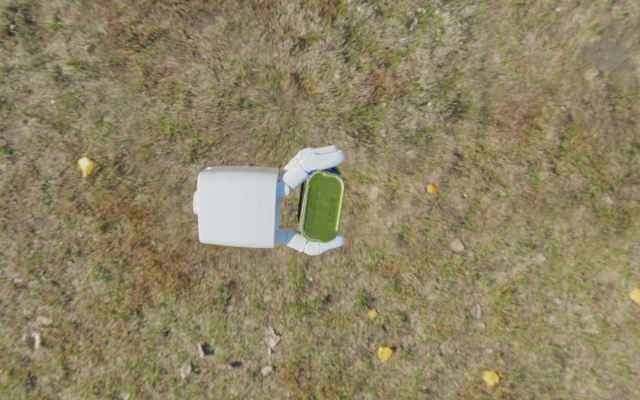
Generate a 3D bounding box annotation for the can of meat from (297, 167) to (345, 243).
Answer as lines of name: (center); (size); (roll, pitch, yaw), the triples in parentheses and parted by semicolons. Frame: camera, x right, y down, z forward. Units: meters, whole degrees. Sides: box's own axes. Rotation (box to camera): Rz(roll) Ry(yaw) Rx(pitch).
can of meat: (0.000, 0.002, 0.670); (0.057, 0.102, 0.084); (6, 11, -5)
